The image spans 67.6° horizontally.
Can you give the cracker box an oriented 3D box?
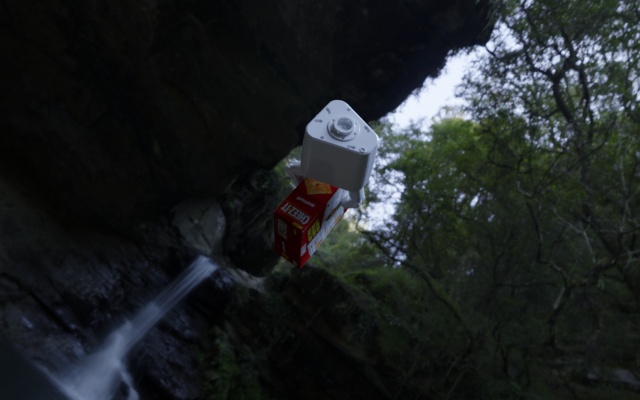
[{"bbox_3d":[0.000,0.003,0.898,0.072,0.213,0.164,33,-27,15],"label":"cracker box"}]
